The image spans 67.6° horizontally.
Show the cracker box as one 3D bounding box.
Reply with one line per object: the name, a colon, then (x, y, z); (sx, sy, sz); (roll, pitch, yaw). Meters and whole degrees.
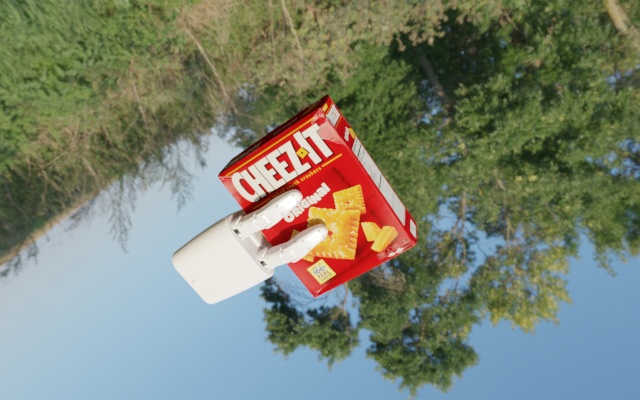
cracker box: (0.000, 0.002, 0.616); (0.164, 0.214, 0.072); (-30, 17, 21)
